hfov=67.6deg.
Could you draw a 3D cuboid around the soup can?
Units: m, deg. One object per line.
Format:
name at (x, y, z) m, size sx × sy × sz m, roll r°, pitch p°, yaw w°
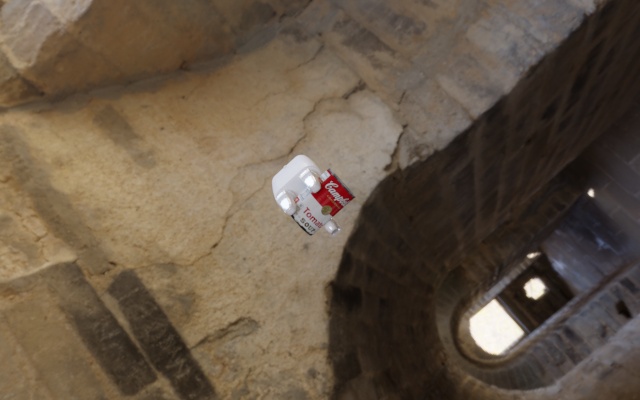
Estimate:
soup can at (0.000, 0.003, 0.817) m, size 0.102 × 0.068 × 0.068 m, roll -42°, pitch -4°, yaw 4°
